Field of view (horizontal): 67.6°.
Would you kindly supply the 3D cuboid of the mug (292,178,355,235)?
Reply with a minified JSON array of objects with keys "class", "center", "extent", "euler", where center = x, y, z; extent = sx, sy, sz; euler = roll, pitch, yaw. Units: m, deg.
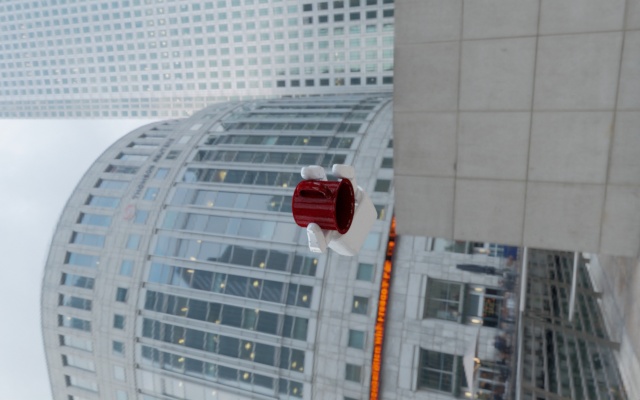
[{"class":"mug","center":[-0.001,0.002,0.790],"extent":[0.081,0.093,0.117],"euler":[4,-23,24]}]
